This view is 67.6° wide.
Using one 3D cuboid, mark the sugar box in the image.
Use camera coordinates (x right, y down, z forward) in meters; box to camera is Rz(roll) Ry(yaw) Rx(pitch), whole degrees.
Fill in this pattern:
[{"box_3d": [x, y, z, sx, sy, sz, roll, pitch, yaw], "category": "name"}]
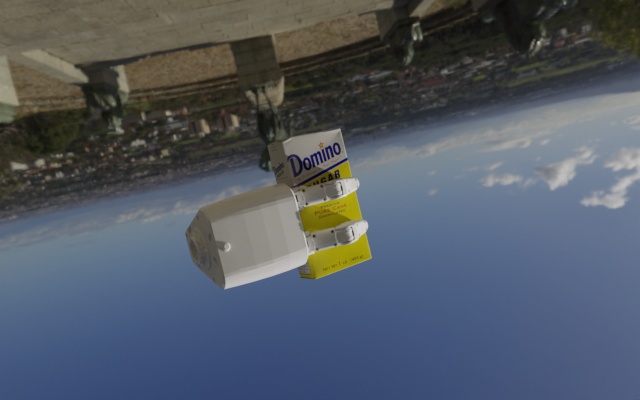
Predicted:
[{"box_3d": [0.000, 0.002, 0.610, 0.093, 0.176, 0.048, -16, 6, -31], "category": "sugar box"}]
